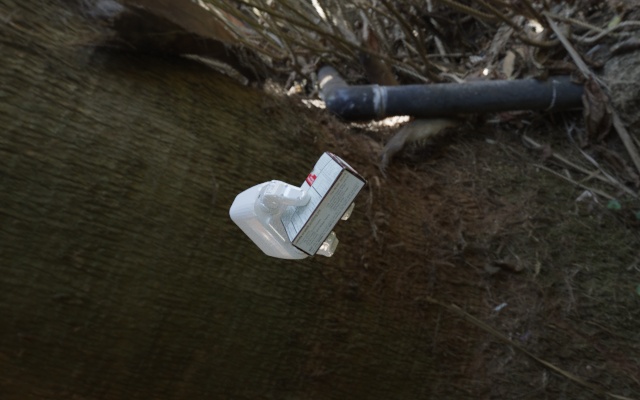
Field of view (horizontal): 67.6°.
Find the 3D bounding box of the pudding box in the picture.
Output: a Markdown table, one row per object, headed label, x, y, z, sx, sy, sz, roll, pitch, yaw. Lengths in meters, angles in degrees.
| label | x | y | z | sx | sy | sz | roll | pitch | yaw |
| --- | --- | --- | --- | --- | --- | --- | --- | --- | --- |
| pudding box | 0.000 | 0.002 | 0.585 | 0.039 | 0.113 | 0.090 | 30 | 9 | -22 |
